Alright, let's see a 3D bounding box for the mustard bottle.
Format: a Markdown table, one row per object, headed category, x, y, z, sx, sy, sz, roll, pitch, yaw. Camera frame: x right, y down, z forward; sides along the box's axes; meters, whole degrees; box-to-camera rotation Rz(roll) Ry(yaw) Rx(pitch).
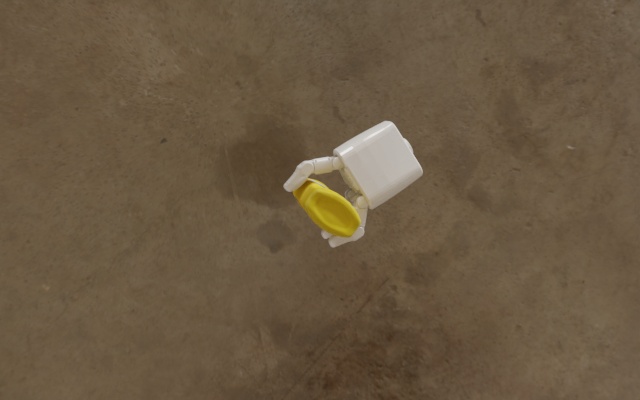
| category | x | y | z | sx | sy | sz | roll | pitch | yaw |
| --- | --- | --- | --- | --- | --- | --- | --- | --- | --- |
| mustard bottle | 0.000 | 0.003 | 0.806 | 0.096 | 0.058 | 0.191 | 35 | 2 | -16 |
